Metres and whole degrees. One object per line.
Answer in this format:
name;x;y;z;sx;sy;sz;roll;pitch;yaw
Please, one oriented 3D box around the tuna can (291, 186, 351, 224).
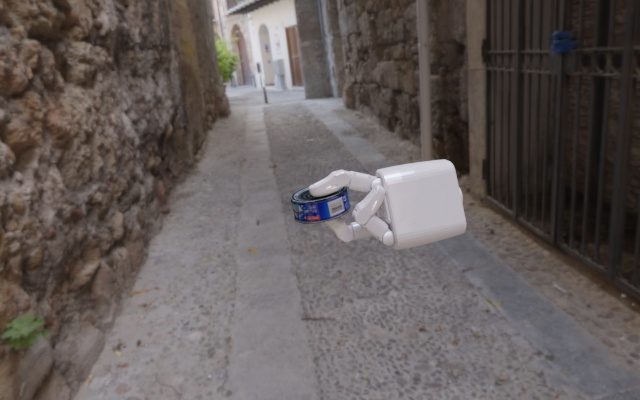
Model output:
tuna can;0.000;0.002;0.702;0.086;0.034;0.086;-11;18;4
